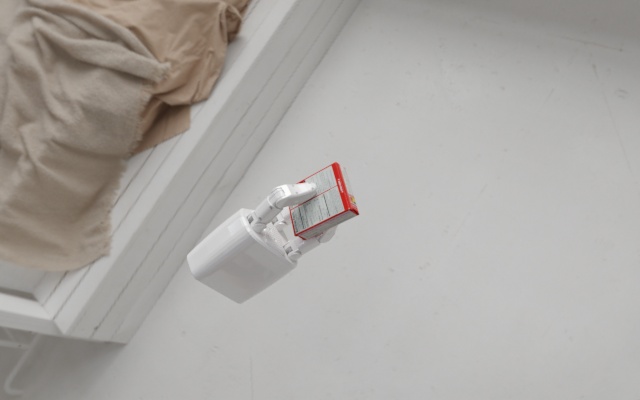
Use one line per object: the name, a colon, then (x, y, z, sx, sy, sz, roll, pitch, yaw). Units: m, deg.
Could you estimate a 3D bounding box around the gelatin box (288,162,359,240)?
gelatin box: (0.000, 0.002, 0.634, 0.089, 0.073, 0.030, -28, -30, 23)
